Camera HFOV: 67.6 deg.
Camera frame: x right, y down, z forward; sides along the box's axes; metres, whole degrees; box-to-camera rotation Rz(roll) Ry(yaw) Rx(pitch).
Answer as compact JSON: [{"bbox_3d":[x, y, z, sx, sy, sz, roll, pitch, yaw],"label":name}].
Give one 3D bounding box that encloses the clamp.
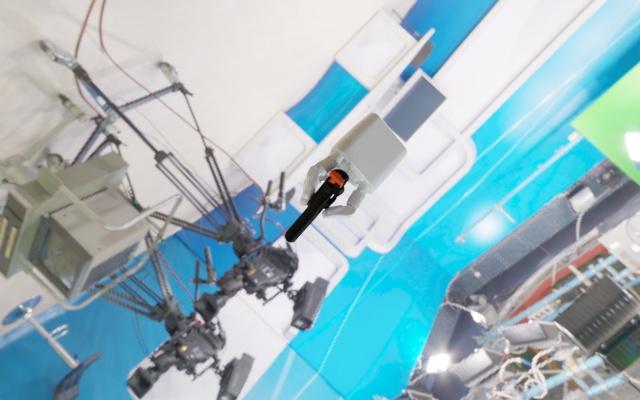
[{"bbox_3d":[0.001,0.003,0.867,0.036,0.164,0.210,42,-15,5],"label":"clamp"}]
